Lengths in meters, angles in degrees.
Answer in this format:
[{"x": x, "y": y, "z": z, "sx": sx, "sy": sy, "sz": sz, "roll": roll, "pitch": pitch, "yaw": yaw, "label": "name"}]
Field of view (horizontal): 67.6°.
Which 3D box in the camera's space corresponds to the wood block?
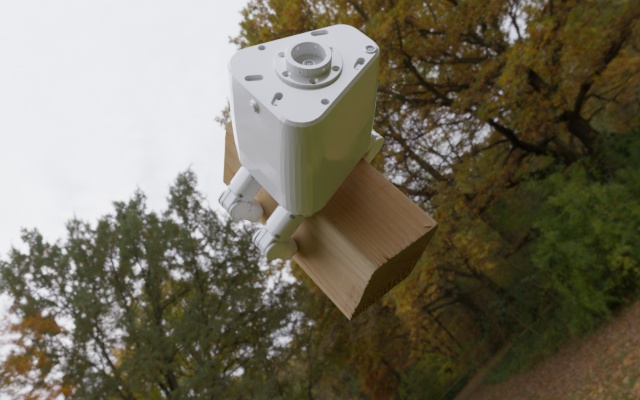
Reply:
[{"x": 0.000, "y": 0.001, "z": 0.475, "sx": 0.091, "sy": 0.090, "sz": 0.206, "roll": -29, "pitch": 61, "yaw": -32, "label": "wood block"}]
